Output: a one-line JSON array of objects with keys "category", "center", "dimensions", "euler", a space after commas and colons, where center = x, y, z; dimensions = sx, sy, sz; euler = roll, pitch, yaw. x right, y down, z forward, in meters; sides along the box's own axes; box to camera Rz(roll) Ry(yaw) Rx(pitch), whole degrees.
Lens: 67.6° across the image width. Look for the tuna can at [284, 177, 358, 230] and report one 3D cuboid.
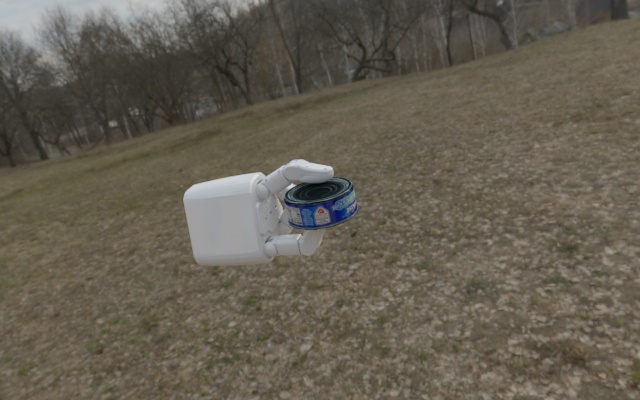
[{"category": "tuna can", "center": [0.000, 0.001, 0.569], "dimensions": [0.086, 0.034, 0.086], "euler": [-10, 20, 4]}]
